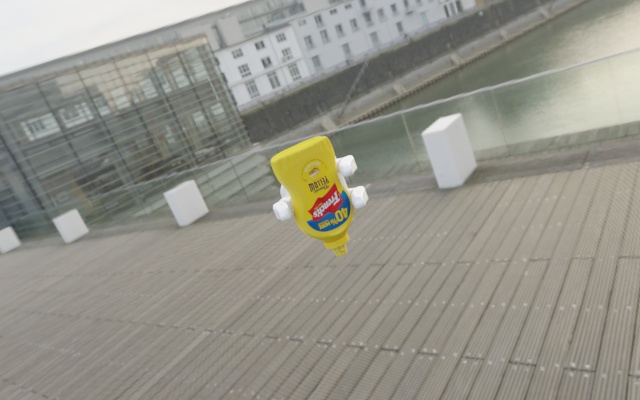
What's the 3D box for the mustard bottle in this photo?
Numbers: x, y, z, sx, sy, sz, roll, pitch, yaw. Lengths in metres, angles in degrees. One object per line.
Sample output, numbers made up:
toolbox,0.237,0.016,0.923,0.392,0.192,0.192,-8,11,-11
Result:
mustard bottle,0.000,0.002,0.756,0.096,0.192,0.058,-28,17,-19
